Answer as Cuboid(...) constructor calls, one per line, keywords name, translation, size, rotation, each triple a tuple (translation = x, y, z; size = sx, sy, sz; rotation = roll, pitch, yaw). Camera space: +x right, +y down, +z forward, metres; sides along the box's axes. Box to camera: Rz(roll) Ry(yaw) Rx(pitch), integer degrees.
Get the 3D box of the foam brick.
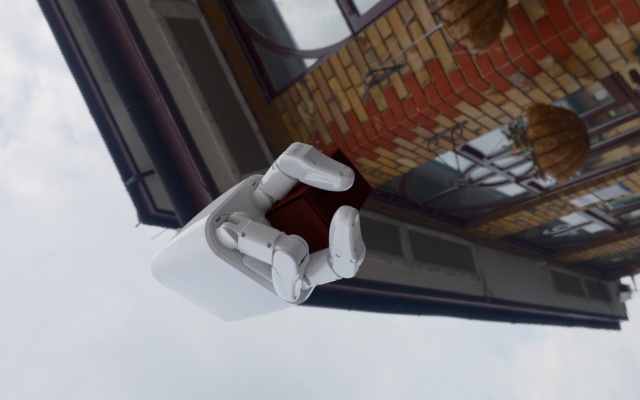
Cuboid(name="foam brick", translation=(0.000, 0.001, 0.416), size=(0.051, 0.053, 0.078), rotation=(-28, 16, 41))
